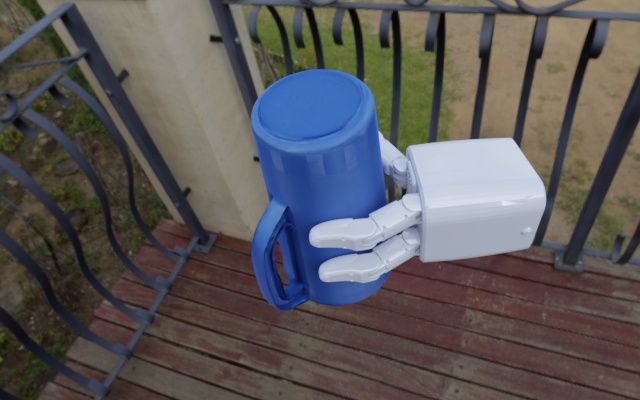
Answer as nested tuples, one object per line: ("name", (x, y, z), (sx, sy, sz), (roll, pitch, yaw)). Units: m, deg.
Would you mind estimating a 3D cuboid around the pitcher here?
("pitcher", (0.000, 0.002, 0.487), (0.145, 0.149, 0.243), (-6, -40, 5))
